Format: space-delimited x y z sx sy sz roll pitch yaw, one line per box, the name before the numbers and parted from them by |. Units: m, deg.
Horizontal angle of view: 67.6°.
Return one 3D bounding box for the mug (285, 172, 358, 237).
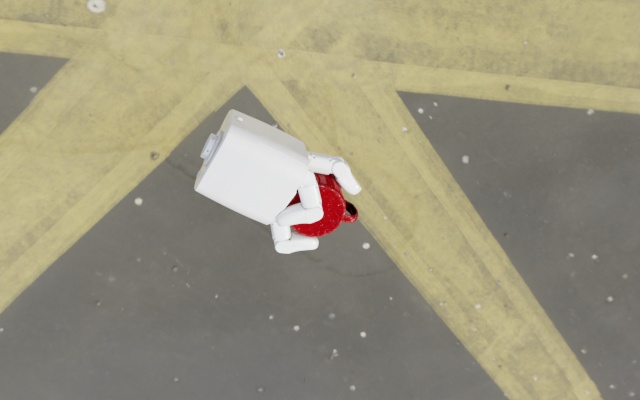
mug | 0.001 0.003 0.668 0.117 0.093 0.081 24 22 -18
